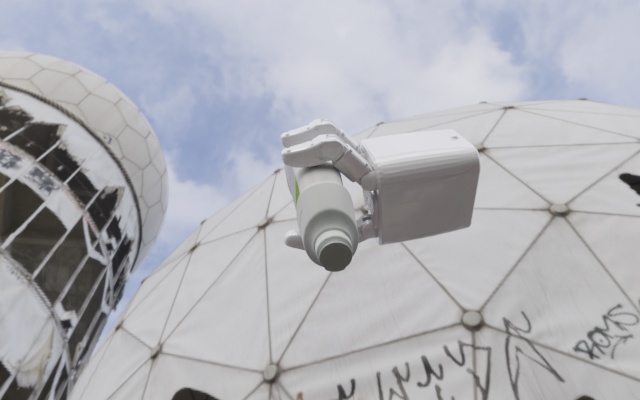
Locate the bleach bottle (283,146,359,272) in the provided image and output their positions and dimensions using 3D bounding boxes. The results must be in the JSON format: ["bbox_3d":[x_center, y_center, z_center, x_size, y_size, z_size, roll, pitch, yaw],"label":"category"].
[{"bbox_3d":[0.000,0.002,0.507,0.068,0.103,0.250,-10,26,-2],"label":"bleach bottle"}]
